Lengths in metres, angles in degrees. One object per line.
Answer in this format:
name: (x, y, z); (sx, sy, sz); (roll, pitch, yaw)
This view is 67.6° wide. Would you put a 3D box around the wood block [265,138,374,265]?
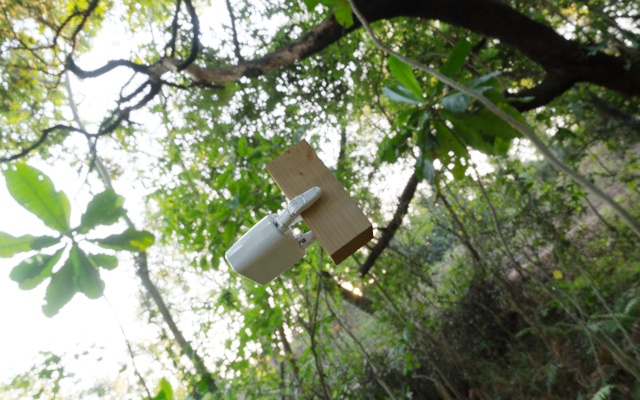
wood block: (0.000, 0.003, 0.864); (0.090, 0.206, 0.091); (-36, -20, -4)
